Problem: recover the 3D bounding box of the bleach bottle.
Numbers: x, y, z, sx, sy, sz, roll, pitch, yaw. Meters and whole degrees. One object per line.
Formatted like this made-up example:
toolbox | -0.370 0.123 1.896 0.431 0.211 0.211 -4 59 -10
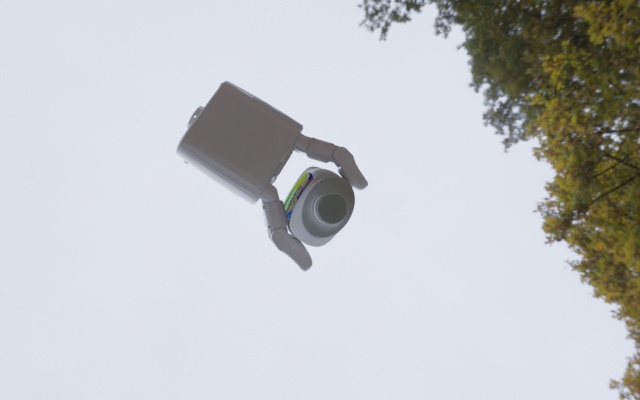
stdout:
bleach bottle | 0.000 0.002 0.565 0.068 0.102 0.251 33 -4 -6
